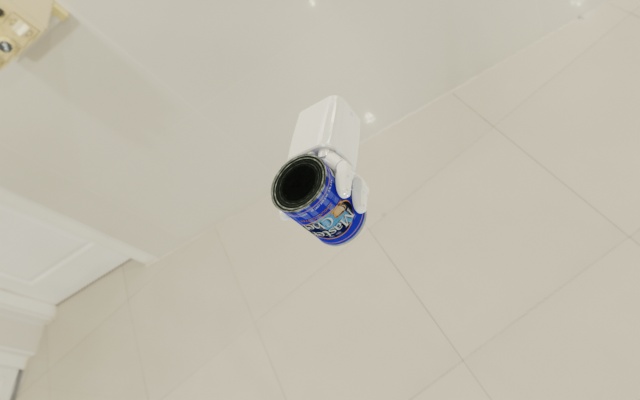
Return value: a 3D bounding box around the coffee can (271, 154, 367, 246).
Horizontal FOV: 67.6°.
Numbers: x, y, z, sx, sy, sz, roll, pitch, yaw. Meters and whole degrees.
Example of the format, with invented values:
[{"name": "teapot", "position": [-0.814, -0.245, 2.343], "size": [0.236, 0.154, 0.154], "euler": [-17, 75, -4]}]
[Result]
[{"name": "coffee can", "position": [0.000, 0.003, 0.785], "size": [0.103, 0.102, 0.140], "euler": [0, -26, 34]}]
